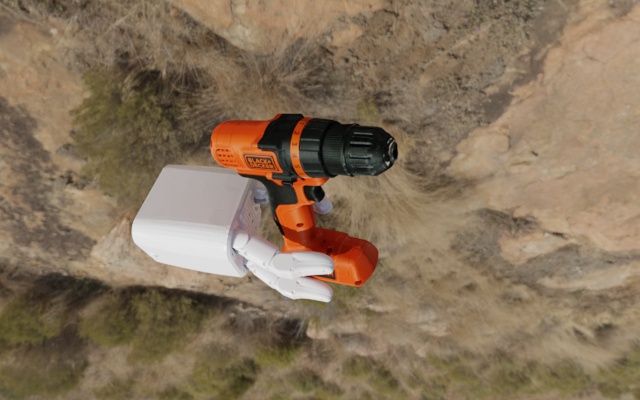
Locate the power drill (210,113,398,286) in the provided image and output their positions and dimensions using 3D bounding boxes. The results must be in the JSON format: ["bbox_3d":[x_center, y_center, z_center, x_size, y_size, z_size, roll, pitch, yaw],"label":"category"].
[{"bbox_3d":[0.000,0.002,0.462,0.184,0.188,0.057,8,46,32],"label":"power drill"}]
